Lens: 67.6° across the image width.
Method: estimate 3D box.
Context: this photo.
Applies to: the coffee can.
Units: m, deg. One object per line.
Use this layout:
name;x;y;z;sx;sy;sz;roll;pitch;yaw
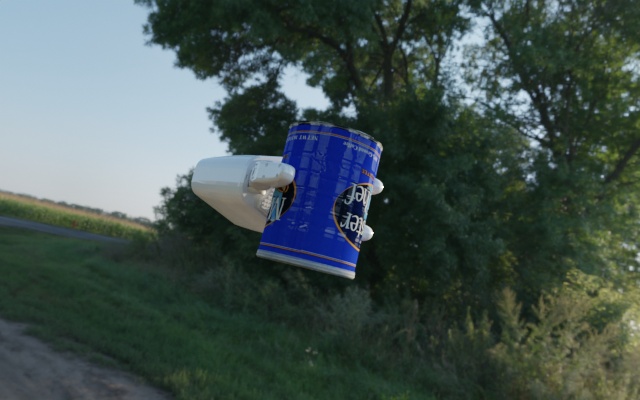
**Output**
coffee can;0.000;0.002;0.498;0.103;0.140;0.103;13;-8;2
